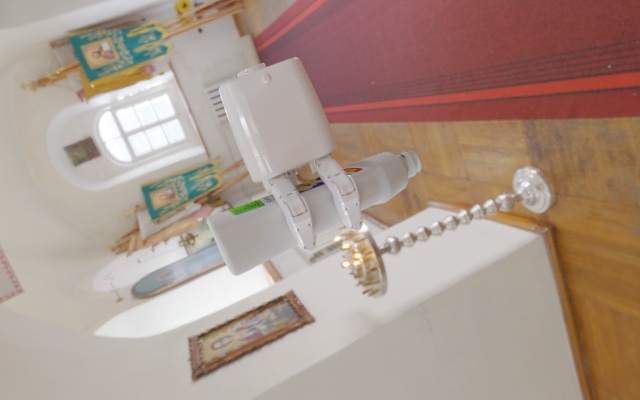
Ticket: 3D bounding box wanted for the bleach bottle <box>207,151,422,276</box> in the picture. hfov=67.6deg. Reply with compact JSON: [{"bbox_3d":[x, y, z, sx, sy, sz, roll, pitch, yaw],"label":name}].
[{"bbox_3d":[0.000,0.002,0.552,0.251,0.068,0.102,-24,11,-14],"label":"bleach bottle"}]
